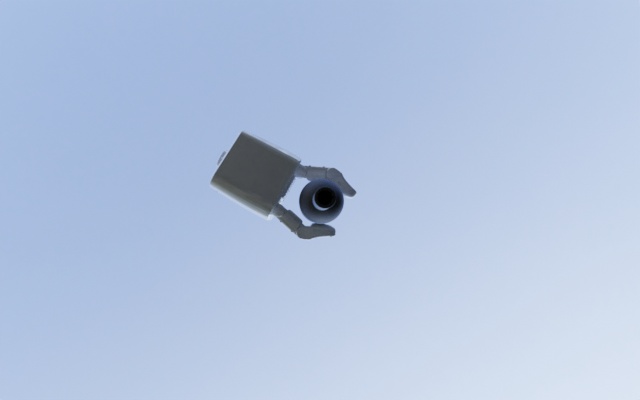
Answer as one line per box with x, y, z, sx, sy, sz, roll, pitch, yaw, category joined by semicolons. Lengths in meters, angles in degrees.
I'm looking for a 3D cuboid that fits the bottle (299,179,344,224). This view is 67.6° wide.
0.000;0.002;0.736;0.069;0.069;0.296;0;-2;-2;bottle
